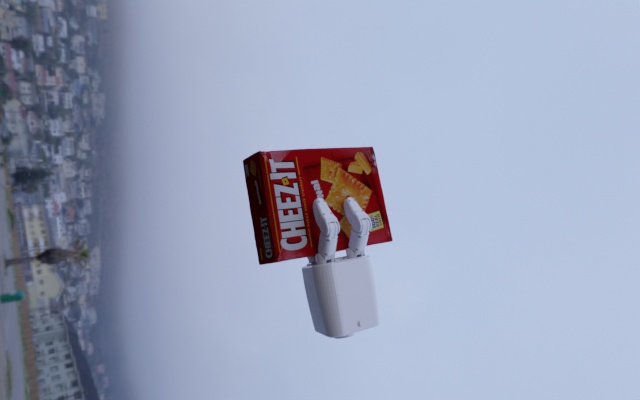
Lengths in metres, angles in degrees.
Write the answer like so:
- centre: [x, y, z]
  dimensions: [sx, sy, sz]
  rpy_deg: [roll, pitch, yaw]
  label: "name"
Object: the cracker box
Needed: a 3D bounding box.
- centre: [0.000, 0.002, 0.749]
  dimensions: [0.213, 0.164, 0.072]
  rpy_deg: [-6, -8, -32]
  label: "cracker box"
